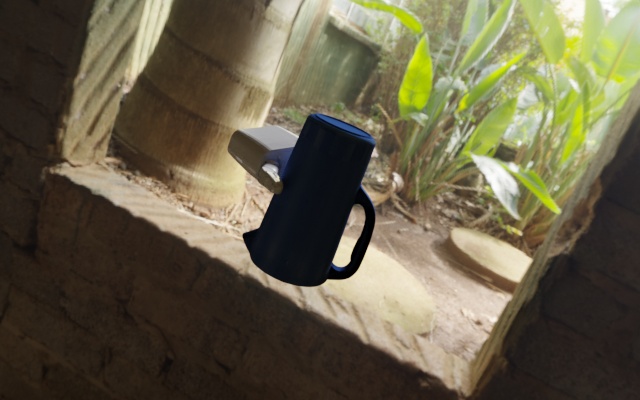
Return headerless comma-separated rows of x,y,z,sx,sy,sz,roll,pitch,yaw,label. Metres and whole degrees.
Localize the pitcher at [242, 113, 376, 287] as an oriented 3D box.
0.000,0.002,0.725,0.149,0.243,0.145,6,23,-44,pitcher
